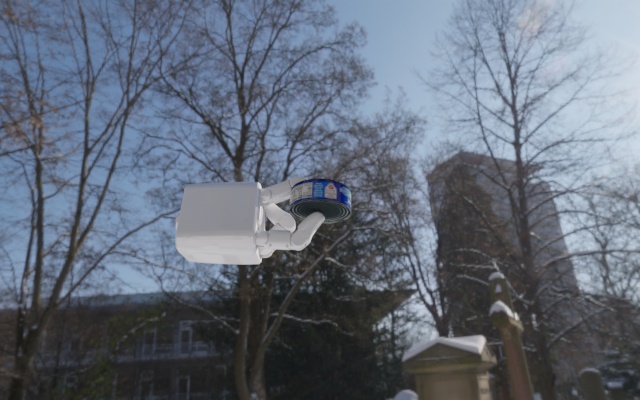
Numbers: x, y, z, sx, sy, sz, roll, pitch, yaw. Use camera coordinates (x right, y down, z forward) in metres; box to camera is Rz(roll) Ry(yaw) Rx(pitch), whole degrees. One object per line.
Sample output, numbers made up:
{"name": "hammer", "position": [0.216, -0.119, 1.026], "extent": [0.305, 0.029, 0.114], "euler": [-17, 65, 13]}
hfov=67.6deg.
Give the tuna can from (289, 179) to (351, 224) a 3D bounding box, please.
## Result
{"name": "tuna can", "position": [0.000, 0.002, 0.659], "extent": [0.086, 0.033, 0.086], "euler": [2, -23, 1]}
